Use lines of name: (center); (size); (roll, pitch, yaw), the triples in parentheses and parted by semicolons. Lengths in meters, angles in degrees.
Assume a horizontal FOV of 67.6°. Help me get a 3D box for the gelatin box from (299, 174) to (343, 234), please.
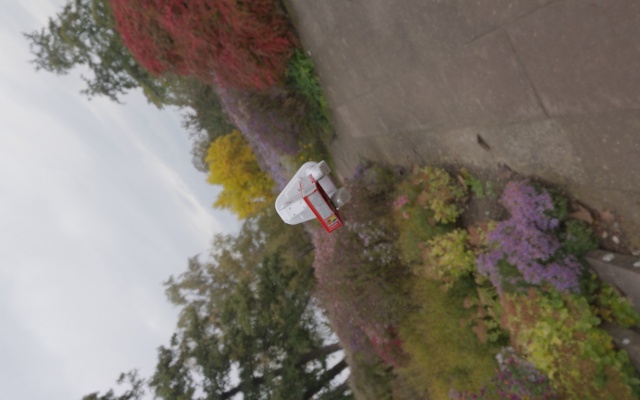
gelatin box: (0.000, 0.003, 0.756); (0.030, 0.073, 0.089); (-34, 19, 6)
